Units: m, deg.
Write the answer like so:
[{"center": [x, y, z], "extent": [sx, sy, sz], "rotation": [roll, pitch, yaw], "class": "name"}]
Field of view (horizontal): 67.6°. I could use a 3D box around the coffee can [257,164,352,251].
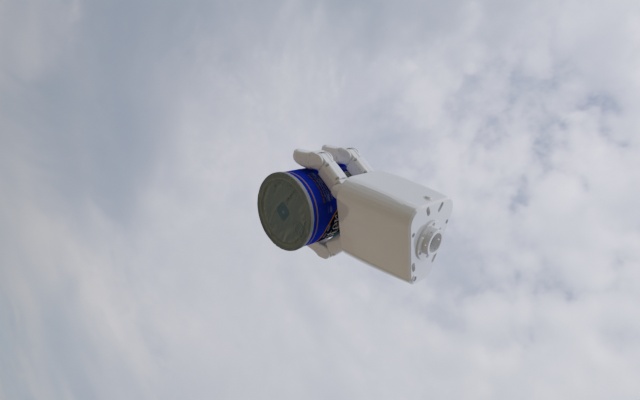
[{"center": [0.000, 0.002, 0.652], "extent": [0.103, 0.103, 0.140], "rotation": [0, 11, 45], "class": "coffee can"}]
